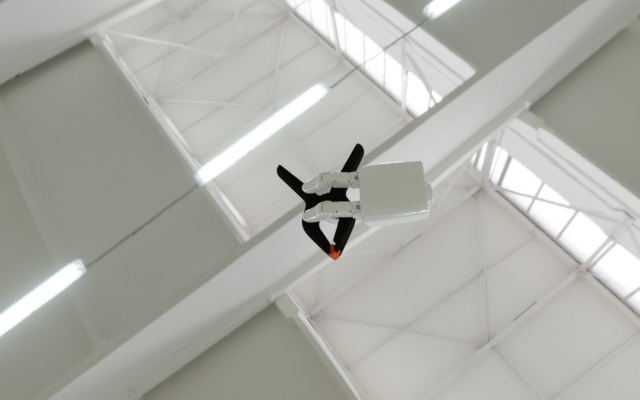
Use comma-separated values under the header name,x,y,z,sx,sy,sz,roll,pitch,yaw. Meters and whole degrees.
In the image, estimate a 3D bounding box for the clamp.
name,x,y,z,sx,sy,sz,roll,pitch,yaw
clamp,0.001,0.004,0.828,0.164,0.210,0.036,-9,-28,14
